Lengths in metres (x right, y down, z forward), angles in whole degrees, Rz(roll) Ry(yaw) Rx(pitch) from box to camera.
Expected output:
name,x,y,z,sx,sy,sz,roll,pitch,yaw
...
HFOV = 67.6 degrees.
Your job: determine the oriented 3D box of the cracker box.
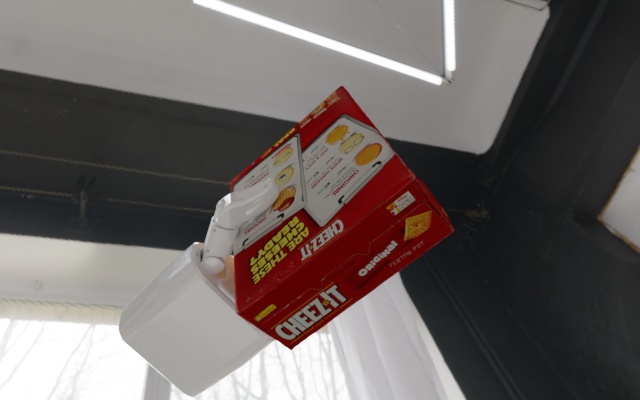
name,x,y,z,sx,sy,sz,roll,pitch,yaw
cracker box,0.000,0.001,0.436,0.072,0.164,0.213,45,12,-30
